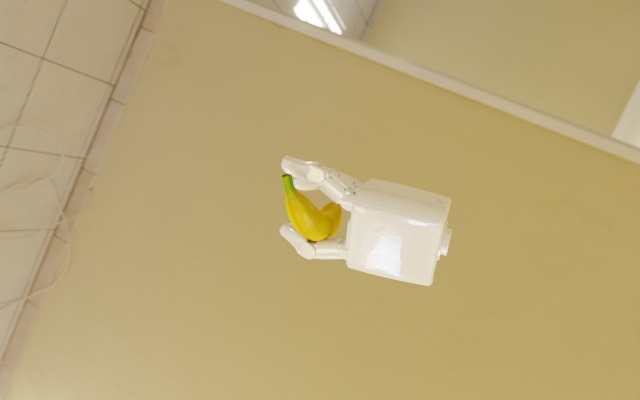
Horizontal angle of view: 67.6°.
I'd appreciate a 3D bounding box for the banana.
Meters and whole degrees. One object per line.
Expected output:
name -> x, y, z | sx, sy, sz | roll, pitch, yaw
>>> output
banana -> -0.002, 0.020, 0.626 | 0.037, 0.069, 0.198 | 0, -11, 17
